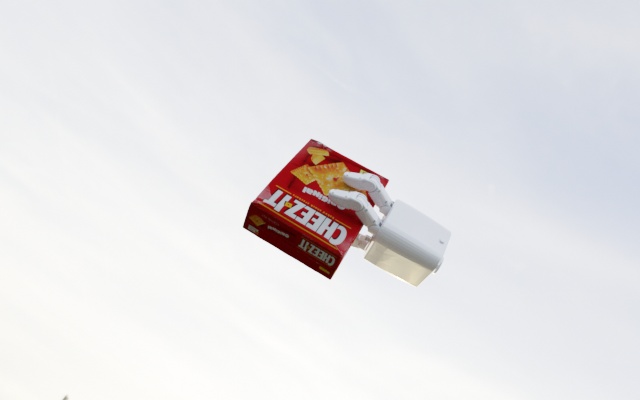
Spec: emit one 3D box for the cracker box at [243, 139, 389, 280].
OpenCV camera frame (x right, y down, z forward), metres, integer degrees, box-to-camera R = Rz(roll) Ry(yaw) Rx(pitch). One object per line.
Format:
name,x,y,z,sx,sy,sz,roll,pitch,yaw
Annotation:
cracker box,0.000,0.003,0.794,0.164,0.072,0.213,30,44,7
